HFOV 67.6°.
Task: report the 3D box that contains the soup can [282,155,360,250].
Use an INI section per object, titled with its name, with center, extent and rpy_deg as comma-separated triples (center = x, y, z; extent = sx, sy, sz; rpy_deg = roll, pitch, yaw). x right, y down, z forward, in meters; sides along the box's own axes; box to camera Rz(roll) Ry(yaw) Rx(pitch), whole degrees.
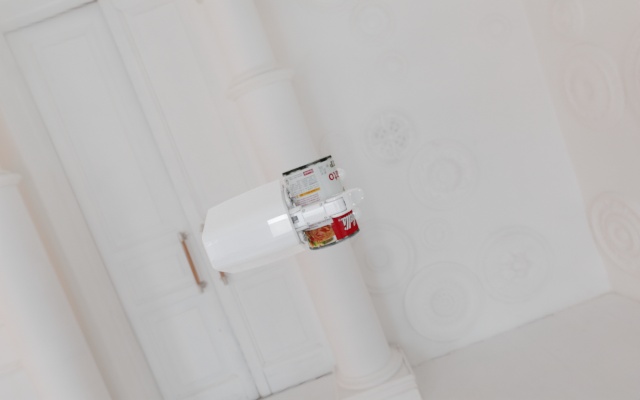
[soup can]
center = 0.000, 0.002, 0.595
extent = 0.068, 0.102, 0.068
rpy_deg = -21, 5, 2
